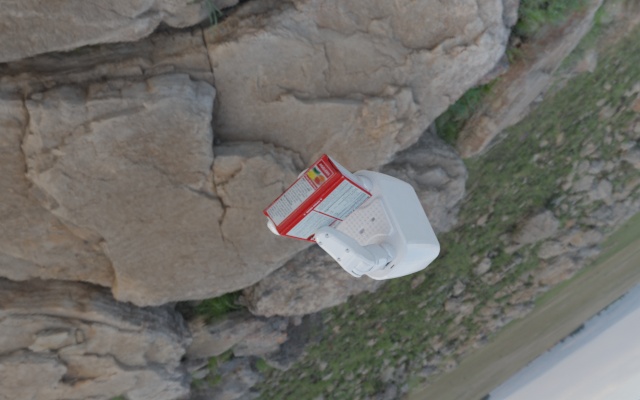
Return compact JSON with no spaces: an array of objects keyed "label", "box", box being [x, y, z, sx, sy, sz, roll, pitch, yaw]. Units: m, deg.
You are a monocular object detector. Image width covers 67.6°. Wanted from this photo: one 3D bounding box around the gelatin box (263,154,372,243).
[{"label":"gelatin box","box":[0.000,0.002,0.429,0.073,0.030,0.089,-42,-21,10]}]
